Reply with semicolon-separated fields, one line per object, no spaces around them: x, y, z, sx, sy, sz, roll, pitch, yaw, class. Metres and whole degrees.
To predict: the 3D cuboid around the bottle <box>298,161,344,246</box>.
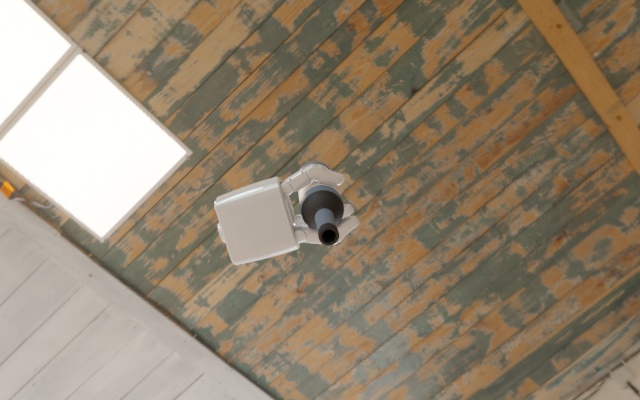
0.000;0.002;0.759;0.069;0.069;0.295;0;17;-4;bottle
